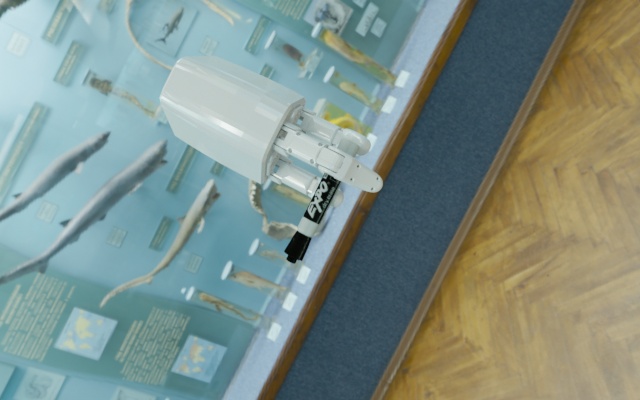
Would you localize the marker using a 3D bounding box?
[{"bbox_3d":[0.000,0.001,0.430,0.020,0.121,0.020,27,1,-1],"label":"marker"}]
